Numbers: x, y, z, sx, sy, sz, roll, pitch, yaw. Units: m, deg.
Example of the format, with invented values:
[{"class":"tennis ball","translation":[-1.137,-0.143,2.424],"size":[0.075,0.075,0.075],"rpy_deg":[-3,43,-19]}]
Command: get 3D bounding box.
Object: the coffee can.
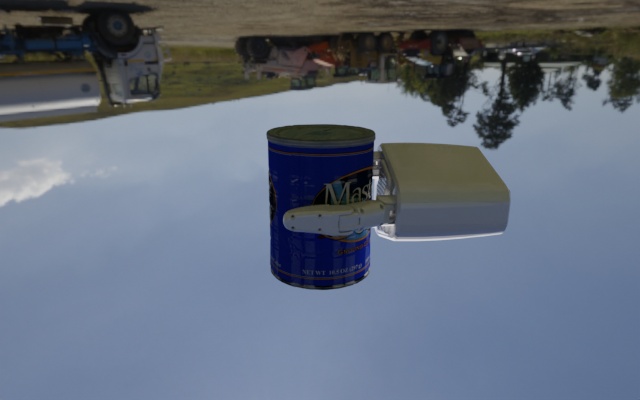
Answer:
[{"class":"coffee can","translation":[0.000,0.001,0.469],"size":[0.103,0.140,0.102],"rpy_deg":[0,17,0]}]
